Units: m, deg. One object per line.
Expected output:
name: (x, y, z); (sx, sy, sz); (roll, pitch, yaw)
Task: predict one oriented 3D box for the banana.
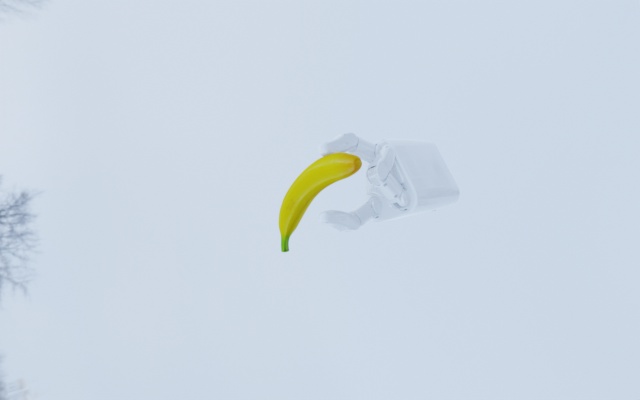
banana: (-0.010, -0.011, 0.635); (0.037, 0.069, 0.198); (-6, -33, -39)
